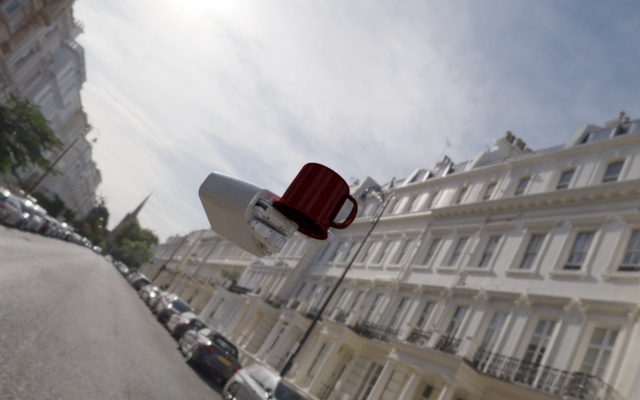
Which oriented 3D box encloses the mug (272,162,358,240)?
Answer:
[{"bbox_3d":[0.001,0.002,0.689,0.117,0.081,0.093,21,-23,30],"label":"mug"}]
